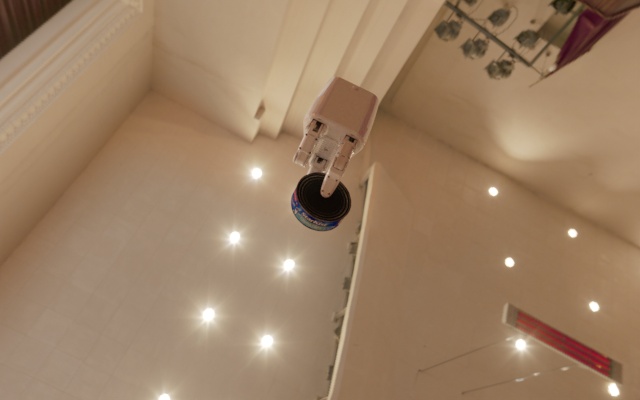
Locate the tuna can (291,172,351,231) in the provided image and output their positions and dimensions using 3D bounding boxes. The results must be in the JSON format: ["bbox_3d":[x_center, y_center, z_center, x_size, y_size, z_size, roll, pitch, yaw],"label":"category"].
[{"bbox_3d":[0.000,0.003,0.707,0.086,0.086,0.034,0,-33,-24],"label":"tuna can"}]
